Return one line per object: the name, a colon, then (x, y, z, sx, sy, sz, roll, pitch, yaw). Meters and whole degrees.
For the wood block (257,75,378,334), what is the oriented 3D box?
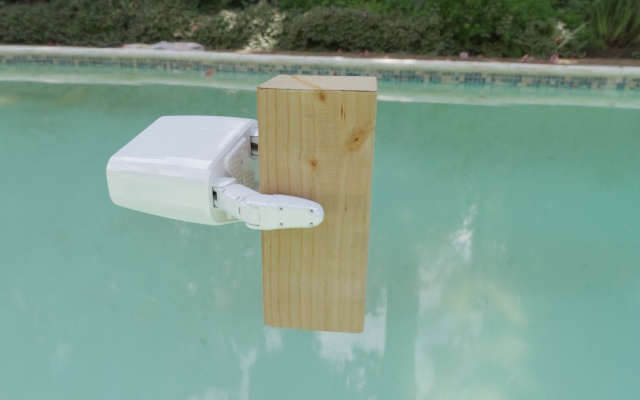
wood block: (0.000, 0.001, 0.418, 0.090, 0.206, 0.090, 3, 21, 6)
